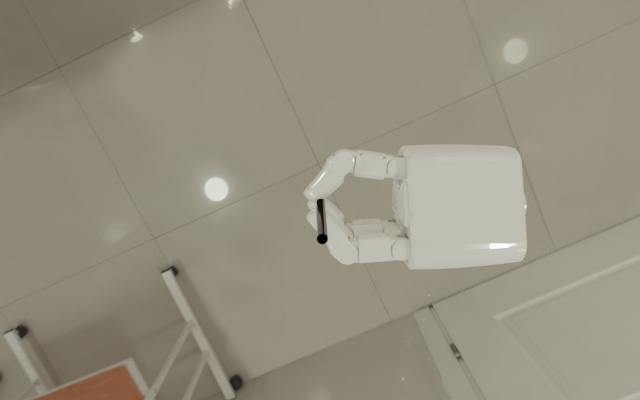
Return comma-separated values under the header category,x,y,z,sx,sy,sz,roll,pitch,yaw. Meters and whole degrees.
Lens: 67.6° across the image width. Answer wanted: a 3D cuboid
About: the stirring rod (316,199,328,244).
category,x,y,z,sx,sy,sz,roll,pitch,yaw
stirring rod,0.000,0.001,0.453,0.011,0.011,0.239,0,12,-1
